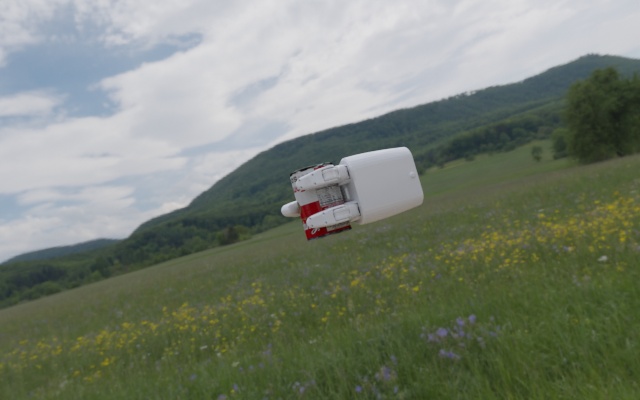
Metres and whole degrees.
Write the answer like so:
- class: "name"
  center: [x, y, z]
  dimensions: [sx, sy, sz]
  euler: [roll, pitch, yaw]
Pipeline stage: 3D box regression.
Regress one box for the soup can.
- class: "soup can"
  center: [0.000, 0.002, 0.696]
  dimensions: [0.068, 0.102, 0.068]
  euler: [-16, -3, -1]
